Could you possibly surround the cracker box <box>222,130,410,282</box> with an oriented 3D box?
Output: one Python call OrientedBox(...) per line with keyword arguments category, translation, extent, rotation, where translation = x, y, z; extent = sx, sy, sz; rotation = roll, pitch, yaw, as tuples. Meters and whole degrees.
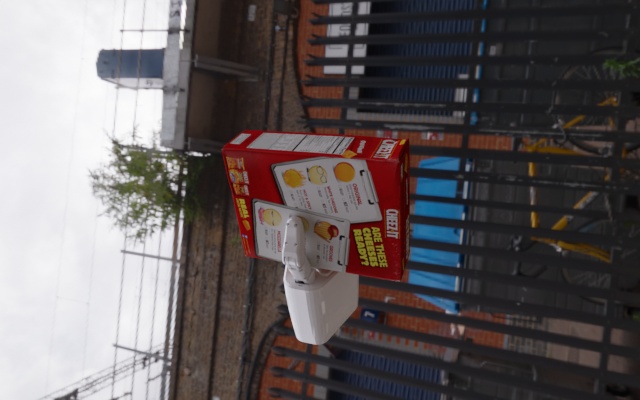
OrientedBox(category="cracker box", translation=(0.000, 0.002, 0.589), extent=(0.213, 0.164, 0.072), rotation=(6, 33, 19))
